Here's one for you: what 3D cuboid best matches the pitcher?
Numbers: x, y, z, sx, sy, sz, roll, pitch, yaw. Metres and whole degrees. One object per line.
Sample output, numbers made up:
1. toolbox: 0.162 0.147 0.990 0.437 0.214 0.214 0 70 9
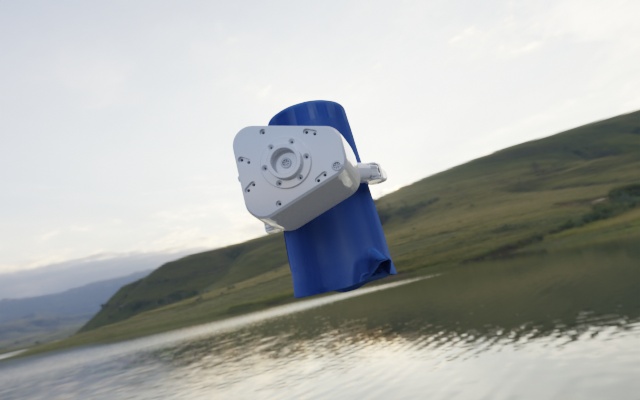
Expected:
1. pitcher: 0.000 0.002 0.633 0.149 0.243 0.145 -15 -9 9
